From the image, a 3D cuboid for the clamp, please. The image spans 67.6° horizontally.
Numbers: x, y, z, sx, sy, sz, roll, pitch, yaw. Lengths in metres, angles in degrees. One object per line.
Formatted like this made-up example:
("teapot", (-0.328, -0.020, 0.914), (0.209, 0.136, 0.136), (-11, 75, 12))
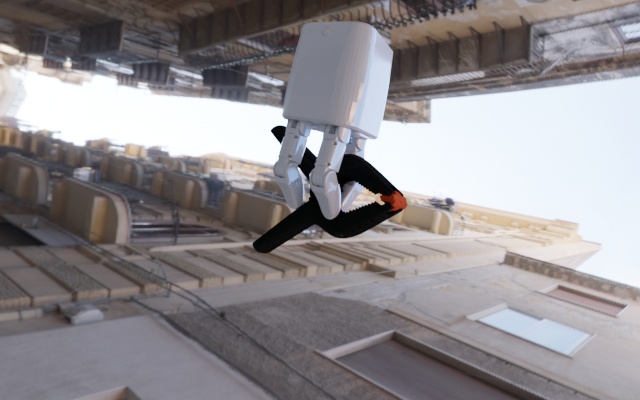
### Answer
("clamp", (0.001, 0.002, 0.557), (0.210, 0.164, 0.036), (15, 3, 40))
